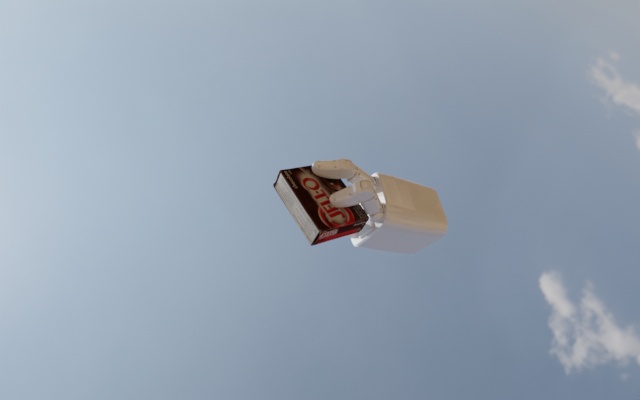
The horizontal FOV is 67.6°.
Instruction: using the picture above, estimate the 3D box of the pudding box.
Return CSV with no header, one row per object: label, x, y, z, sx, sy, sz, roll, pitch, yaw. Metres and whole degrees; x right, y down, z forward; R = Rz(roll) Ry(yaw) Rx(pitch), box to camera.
pudding box,0.000,0.002,0.665,0.090,0.113,0.039,-12,-35,-39
